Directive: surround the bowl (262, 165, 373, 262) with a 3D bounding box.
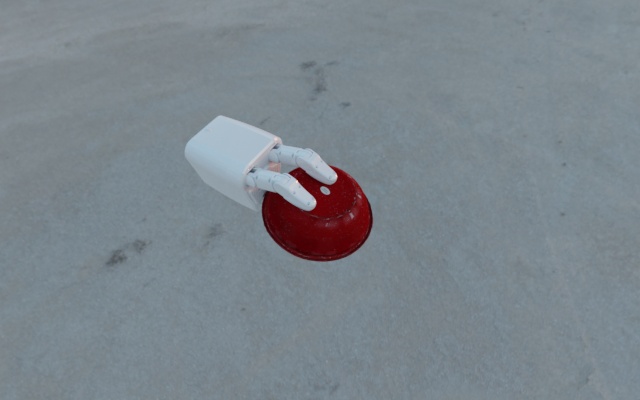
[{"bbox_3d":[0.001,0.002,0.666,0.162,0.162,0.055,0,-35,-11],"label":"bowl"}]
